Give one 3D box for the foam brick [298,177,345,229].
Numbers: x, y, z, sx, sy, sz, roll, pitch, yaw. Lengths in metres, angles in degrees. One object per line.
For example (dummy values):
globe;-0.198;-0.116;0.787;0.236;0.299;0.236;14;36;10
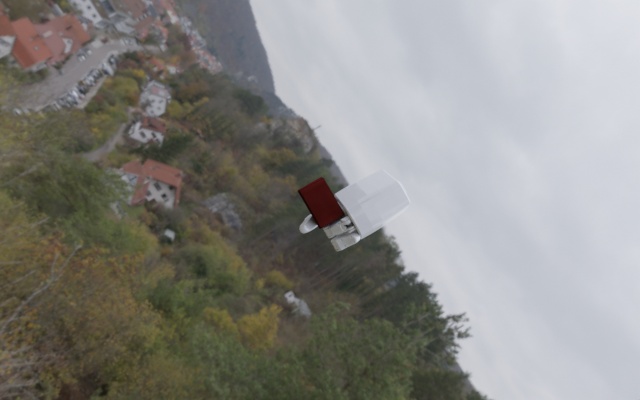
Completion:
foam brick;0.000;0.003;0.854;0.051;0.078;0.053;-30;7;-1
